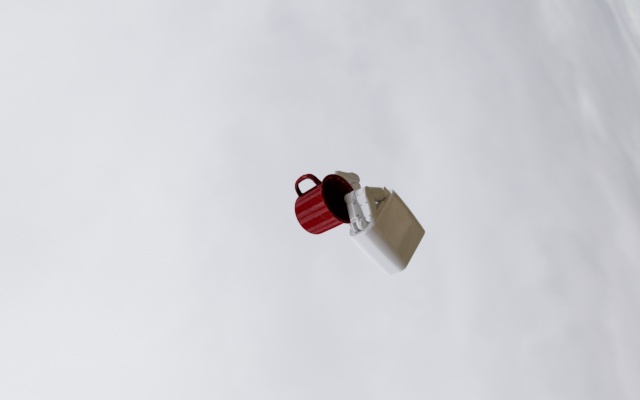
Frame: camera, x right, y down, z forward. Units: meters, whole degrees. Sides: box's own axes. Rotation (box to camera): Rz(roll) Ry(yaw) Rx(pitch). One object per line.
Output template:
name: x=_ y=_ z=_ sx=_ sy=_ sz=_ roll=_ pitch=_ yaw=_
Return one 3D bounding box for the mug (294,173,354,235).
mug: x=-0.001 y=0.002 z=0.842 sx=0.081 sy=0.117 sz=0.093 roll=-29 pitch=23 yaw=39
